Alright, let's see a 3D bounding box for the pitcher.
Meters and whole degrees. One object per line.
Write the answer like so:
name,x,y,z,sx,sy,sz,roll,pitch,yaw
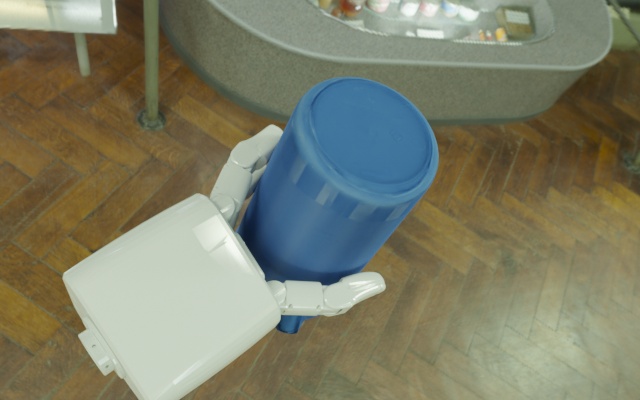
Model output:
pitcher,0.000,0.002,0.426,0.145,0.149,0.243,-32,-15,-31
